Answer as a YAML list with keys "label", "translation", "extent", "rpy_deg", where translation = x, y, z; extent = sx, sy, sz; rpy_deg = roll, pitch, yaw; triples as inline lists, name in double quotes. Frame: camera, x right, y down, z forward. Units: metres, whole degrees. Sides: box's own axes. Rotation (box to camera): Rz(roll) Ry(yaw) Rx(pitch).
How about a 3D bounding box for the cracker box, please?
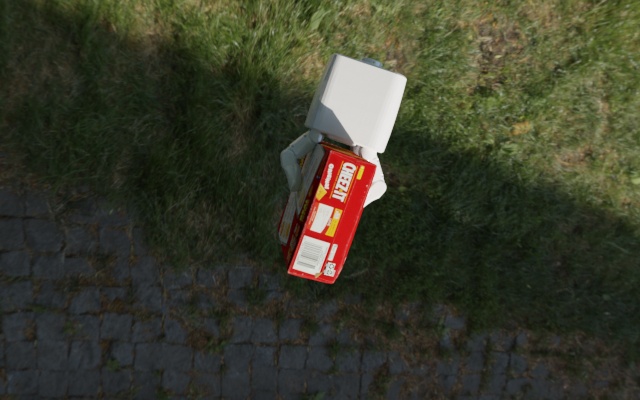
- label: "cracker box"
  translation: [0.000, 0.002, 0.684]
  extent: [0.072, 0.164, 0.213]
  rpy_deg: [17, 9, -11]
